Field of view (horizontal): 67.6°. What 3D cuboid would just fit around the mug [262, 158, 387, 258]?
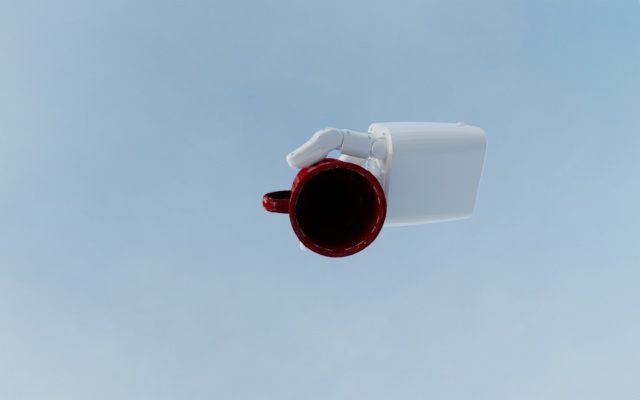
[{"bbox_3d":[-0.001,0.002,0.483,0.117,0.093,0.081,-2,13,-7],"label":"mug"}]
